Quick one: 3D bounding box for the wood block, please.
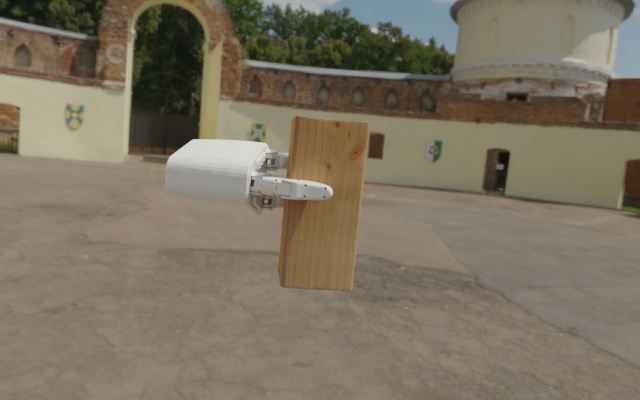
[{"bbox_3d":[0.000,0.002,0.611,0.090,0.206,0.091,5,7,-8],"label":"wood block"}]
